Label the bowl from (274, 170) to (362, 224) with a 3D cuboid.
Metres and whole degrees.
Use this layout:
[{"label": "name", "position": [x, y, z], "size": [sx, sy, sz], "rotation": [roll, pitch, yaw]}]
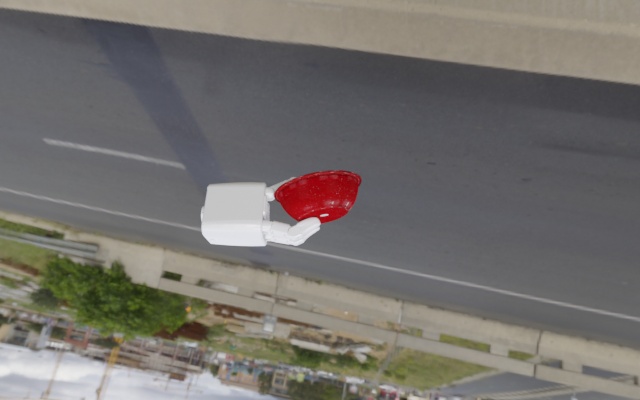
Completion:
[{"label": "bowl", "position": [0.001, 0.003, 0.855], "size": [0.162, 0.055, 0.162], "rotation": [-10, -19, -4]}]
